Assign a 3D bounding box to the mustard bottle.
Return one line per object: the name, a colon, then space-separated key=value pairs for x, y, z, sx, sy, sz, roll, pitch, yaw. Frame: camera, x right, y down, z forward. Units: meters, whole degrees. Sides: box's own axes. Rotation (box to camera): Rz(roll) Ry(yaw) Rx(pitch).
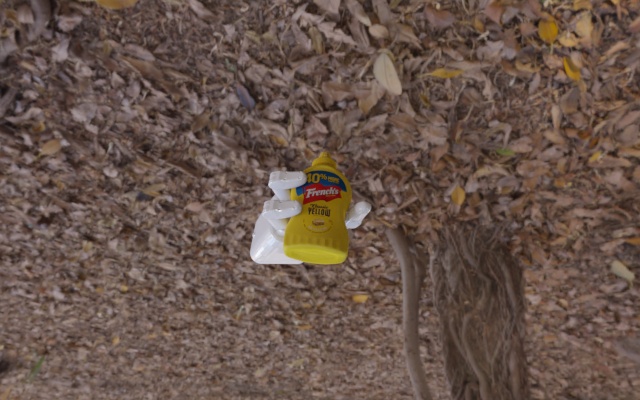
mustard bottle: x=0.000 y=0.002 z=0.748 sx=0.096 sy=0.191 sz=0.058 roll=6 pitch=-34 yaw=1
